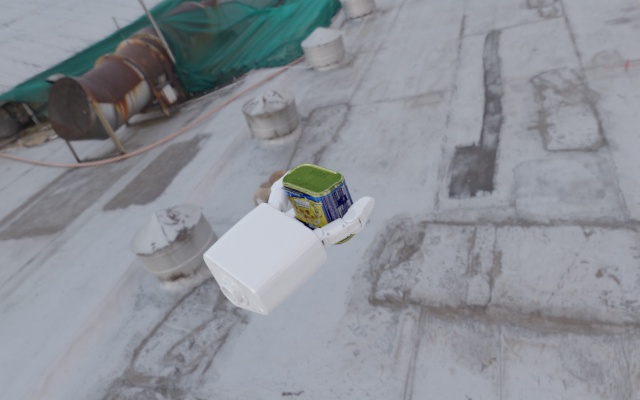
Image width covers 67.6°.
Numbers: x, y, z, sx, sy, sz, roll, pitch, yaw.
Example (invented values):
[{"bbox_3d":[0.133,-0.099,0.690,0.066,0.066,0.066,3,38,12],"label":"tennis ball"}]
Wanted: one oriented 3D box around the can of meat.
[{"bbox_3d":[0.000,0.002,0.654,0.057,0.084,0.102,-39,36,-26],"label":"can of meat"}]
